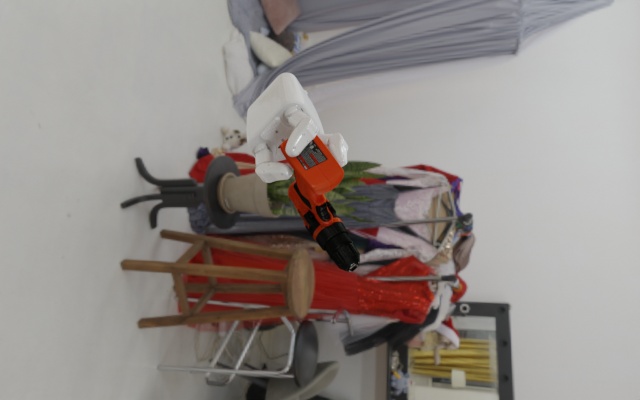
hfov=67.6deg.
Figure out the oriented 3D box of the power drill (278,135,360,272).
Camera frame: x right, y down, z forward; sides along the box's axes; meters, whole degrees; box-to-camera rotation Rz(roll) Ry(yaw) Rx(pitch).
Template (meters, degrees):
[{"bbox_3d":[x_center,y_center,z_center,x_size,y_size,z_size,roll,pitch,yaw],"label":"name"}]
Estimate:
[{"bbox_3d":[0.000,0.002,0.713,0.057,0.184,0.188,-29,-30,-15],"label":"power drill"}]
